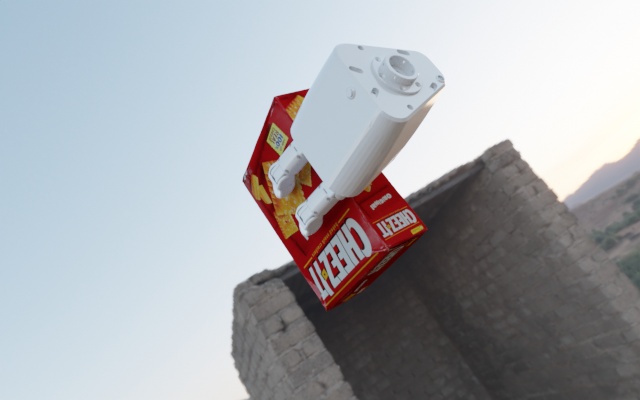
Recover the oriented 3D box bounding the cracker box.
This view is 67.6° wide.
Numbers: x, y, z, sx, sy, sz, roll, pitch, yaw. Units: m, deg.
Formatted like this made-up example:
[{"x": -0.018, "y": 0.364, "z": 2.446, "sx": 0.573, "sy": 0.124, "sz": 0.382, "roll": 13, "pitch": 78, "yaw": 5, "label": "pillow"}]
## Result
[{"x": 0.000, "y": 0.002, "z": 0.569, "sx": 0.072, "sy": 0.213, "sz": 0.164, "roll": -22, "pitch": -22, "yaw": -35, "label": "cracker box"}]
